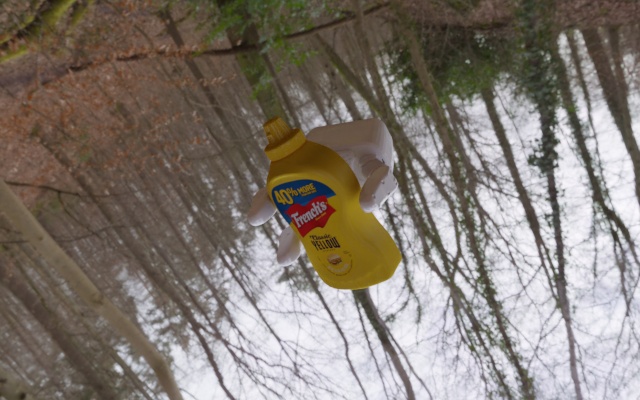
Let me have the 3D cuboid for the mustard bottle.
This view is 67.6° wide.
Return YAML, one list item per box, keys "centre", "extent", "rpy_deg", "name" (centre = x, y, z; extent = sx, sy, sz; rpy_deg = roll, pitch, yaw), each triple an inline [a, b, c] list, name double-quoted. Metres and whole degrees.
- centre: [0.000, 0.002, 0.481]
  extent: [0.096, 0.192, 0.058]
  rpy_deg: [-13, 26, 42]
  name: "mustard bottle"
